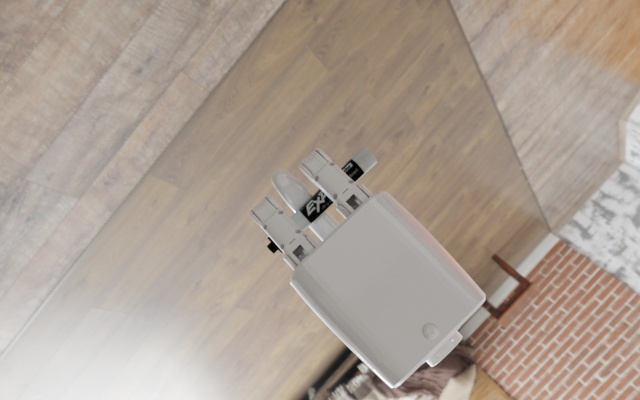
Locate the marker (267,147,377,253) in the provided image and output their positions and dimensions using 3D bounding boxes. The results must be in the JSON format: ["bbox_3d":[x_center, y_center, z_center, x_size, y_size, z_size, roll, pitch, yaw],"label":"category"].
[{"bbox_3d":[0.000,0.001,0.416,0.121,0.020,0.020,-44,2,-2],"label":"marker"}]
